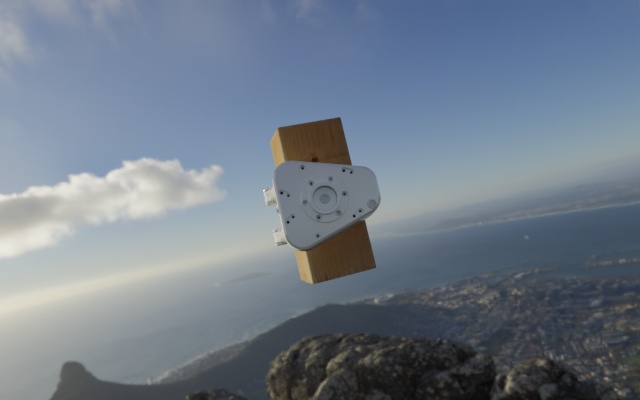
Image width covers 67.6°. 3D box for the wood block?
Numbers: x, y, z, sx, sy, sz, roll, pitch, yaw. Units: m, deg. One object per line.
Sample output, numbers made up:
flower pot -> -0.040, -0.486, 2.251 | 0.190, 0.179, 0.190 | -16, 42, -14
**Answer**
wood block -> 0.000, 0.002, 0.661 | 0.091, 0.206, 0.090 | -12, -3, -13
